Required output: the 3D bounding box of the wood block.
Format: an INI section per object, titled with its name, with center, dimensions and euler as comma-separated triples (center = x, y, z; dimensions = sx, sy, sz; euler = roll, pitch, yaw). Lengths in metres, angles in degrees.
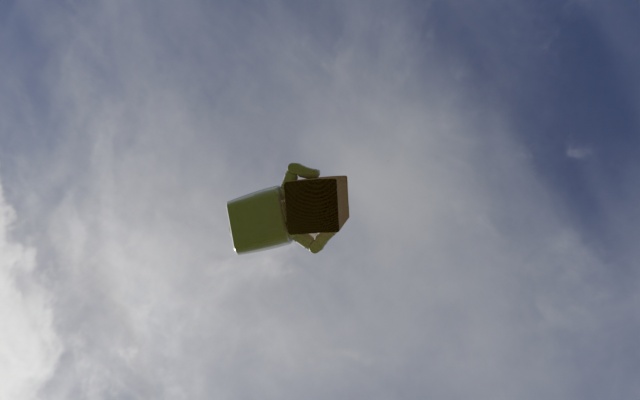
[wood block]
center = 0.000, 0.003, 0.884
dimensions = 0.090, 0.091, 0.206
euler = -4, 4, 8
